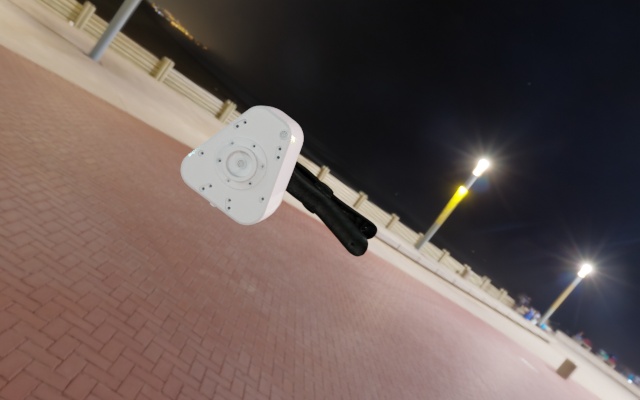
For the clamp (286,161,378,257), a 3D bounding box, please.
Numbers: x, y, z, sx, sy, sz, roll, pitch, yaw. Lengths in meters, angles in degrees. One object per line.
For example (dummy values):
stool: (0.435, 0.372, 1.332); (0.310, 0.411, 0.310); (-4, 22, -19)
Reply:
clamp: (0.000, 0.001, 0.568); (0.171, 0.039, 0.120); (37, 7, -3)
